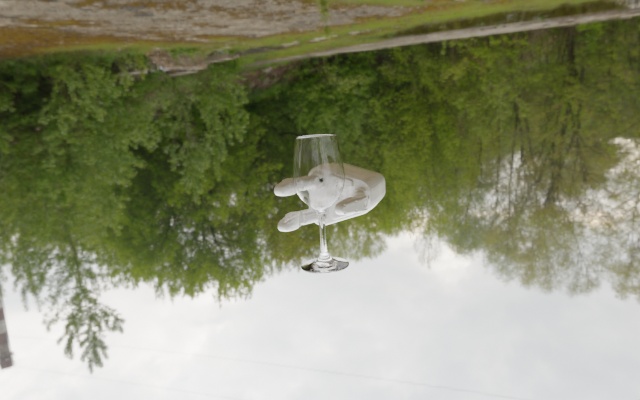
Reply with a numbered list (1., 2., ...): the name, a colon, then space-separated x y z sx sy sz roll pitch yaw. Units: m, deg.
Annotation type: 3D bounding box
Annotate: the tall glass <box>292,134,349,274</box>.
1. tall glass: 0.000 0.003 0.716 0.079 0.201 0.079 -4 11 1
